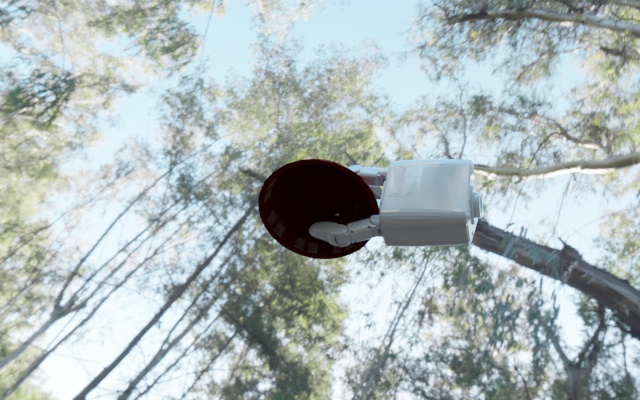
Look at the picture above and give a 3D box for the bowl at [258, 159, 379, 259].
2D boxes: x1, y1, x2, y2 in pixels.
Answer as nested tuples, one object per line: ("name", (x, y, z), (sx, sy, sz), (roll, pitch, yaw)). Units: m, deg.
("bowl", (-0.001, 0.002, 0.649), (0.162, 0.162, 0.055), (0, 34, 10))
